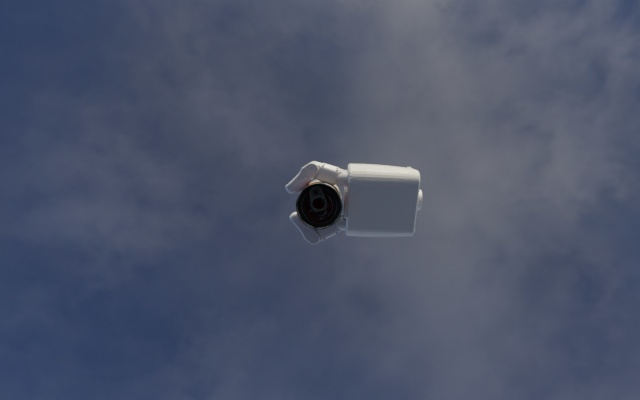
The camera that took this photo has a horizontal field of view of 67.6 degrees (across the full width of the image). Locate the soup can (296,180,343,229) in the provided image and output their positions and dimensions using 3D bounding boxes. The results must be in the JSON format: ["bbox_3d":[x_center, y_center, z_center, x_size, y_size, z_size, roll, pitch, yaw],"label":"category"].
[{"bbox_3d":[0.000,0.002,0.741,0.068,0.068,0.102,0,7,2],"label":"soup can"}]
